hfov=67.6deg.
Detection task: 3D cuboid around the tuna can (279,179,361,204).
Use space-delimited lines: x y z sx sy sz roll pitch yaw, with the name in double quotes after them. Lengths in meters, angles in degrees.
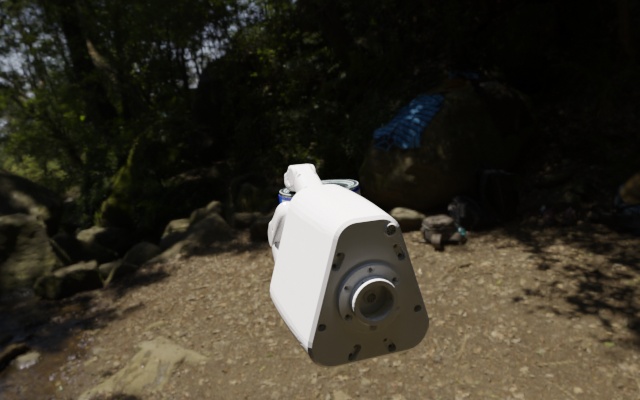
0.000 0.001 0.498 0.086 0.034 0.086 -6 11 1 "tuna can"
